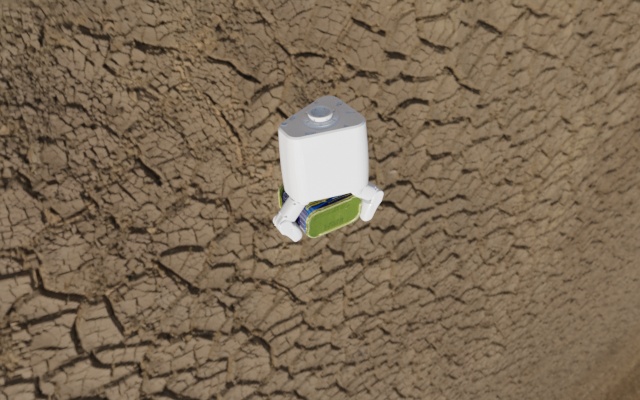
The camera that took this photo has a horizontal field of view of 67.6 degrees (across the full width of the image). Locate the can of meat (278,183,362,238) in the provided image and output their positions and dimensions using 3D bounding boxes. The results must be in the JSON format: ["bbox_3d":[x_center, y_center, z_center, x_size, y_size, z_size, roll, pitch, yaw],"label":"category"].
[{"bbox_3d":[0.000,0.003,0.723,0.102,0.057,0.084,-22,45,-24],"label":"can of meat"}]
